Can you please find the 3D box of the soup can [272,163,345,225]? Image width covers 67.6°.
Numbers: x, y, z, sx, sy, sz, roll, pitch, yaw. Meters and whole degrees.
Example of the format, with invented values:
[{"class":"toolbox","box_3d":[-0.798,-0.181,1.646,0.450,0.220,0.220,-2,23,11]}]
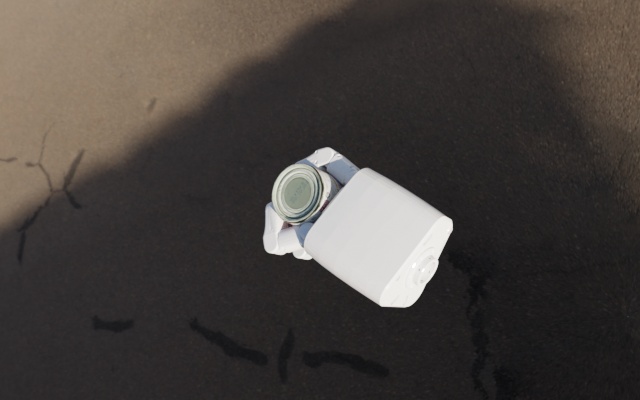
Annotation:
[{"class":"soup can","box_3d":[0.000,0.001,0.551,0.068,0.068,0.102,0,-11,33]}]
